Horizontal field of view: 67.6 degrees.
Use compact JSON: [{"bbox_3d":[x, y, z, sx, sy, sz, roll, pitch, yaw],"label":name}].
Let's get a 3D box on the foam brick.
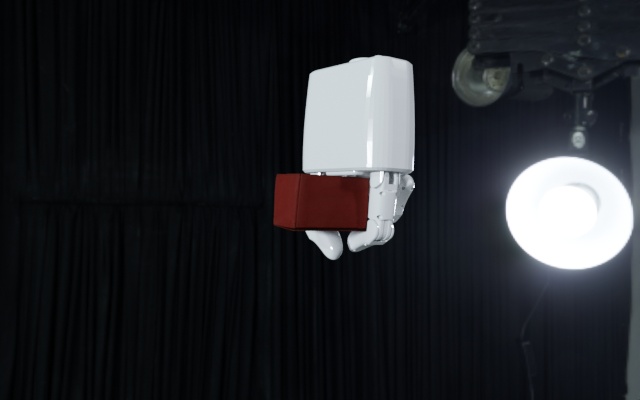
[{"bbox_3d":[0.000,0.002,0.457,0.078,0.051,0.053,2,2,-30],"label":"foam brick"}]
